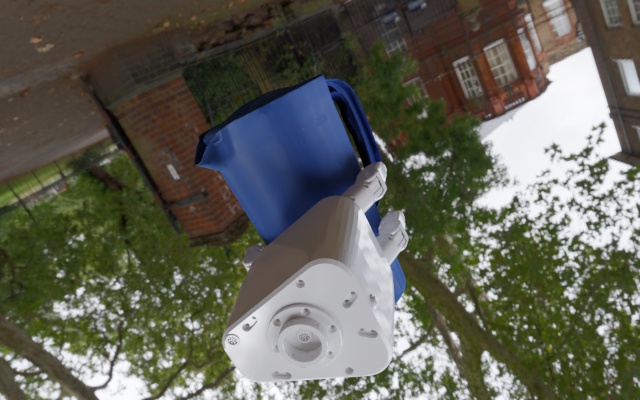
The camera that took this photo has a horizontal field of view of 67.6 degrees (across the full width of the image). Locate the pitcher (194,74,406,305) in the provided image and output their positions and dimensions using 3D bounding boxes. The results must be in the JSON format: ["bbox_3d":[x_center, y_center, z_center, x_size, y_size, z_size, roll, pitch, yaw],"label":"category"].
[{"bbox_3d":[0.000,0.002,0.488,0.149,0.243,0.145,-24,16,13],"label":"pitcher"}]
